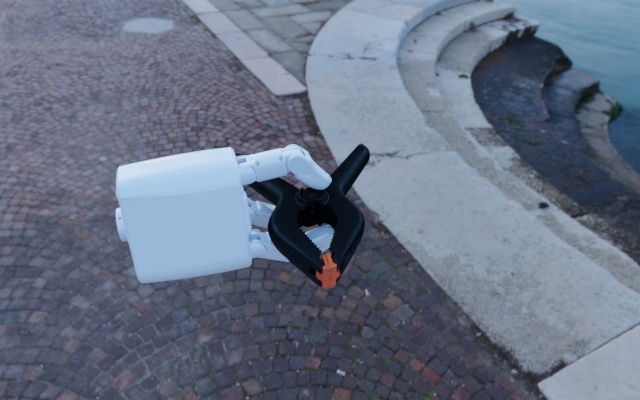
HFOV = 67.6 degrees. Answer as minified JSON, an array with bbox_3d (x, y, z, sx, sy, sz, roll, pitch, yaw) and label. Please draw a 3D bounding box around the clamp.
[{"bbox_3d":[0.000,0.001,0.495,0.164,0.036,0.209,-11,40,-13],"label":"clamp"}]
